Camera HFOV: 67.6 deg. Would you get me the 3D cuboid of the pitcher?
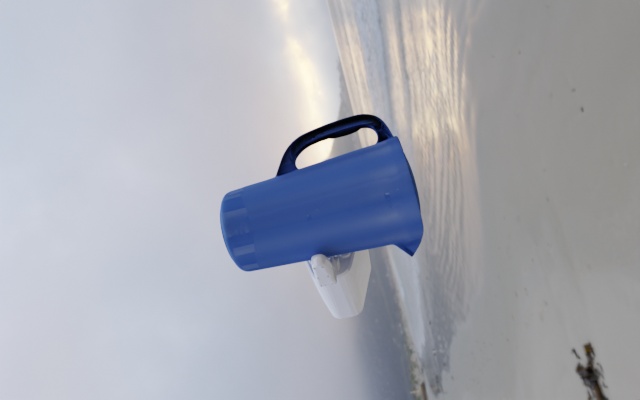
[{"bbox_3d":[0.000,0.002,0.610,0.243,0.145,0.149,-14,42,7],"label":"pitcher"}]
